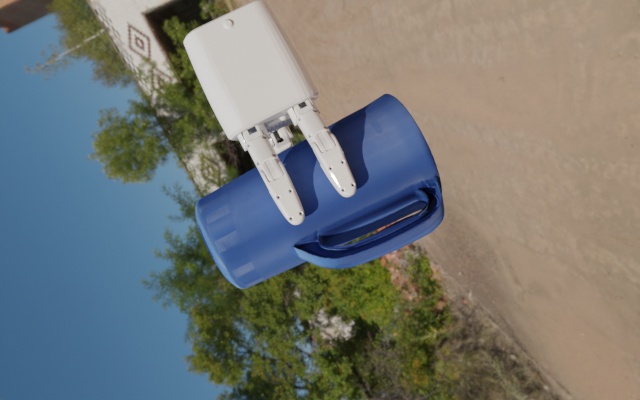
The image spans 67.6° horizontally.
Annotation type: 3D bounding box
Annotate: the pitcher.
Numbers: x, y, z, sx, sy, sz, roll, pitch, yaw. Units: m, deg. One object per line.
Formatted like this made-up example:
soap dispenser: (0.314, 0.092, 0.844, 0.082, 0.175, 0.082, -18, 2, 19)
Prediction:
pitcher: (0.000, 0.001, 0.508, 0.243, 0.145, 0.149, -27, 2, -3)
